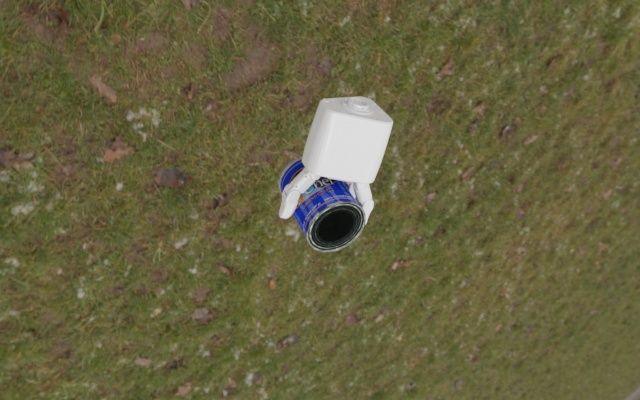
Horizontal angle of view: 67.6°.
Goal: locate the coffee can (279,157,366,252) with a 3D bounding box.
[{"bbox_3d":[0.000,0.003,0.803,0.103,0.103,0.140,0,36,-27],"label":"coffee can"}]
